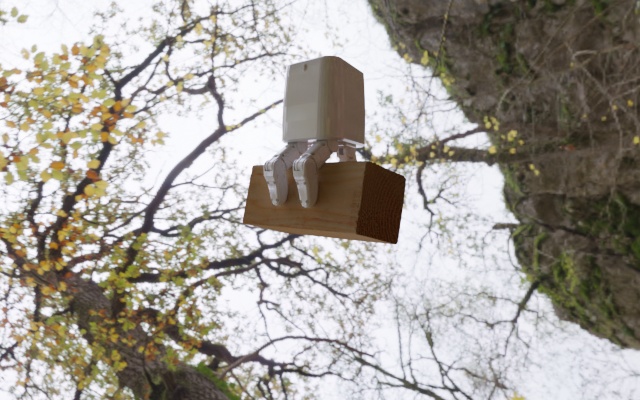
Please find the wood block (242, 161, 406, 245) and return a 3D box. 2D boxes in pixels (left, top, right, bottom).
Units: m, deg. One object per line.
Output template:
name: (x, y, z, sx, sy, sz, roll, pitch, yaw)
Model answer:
wood block: (0.000, 0.002, 0.645, 0.206, 0.090, 0.091, 2, -9, 43)
